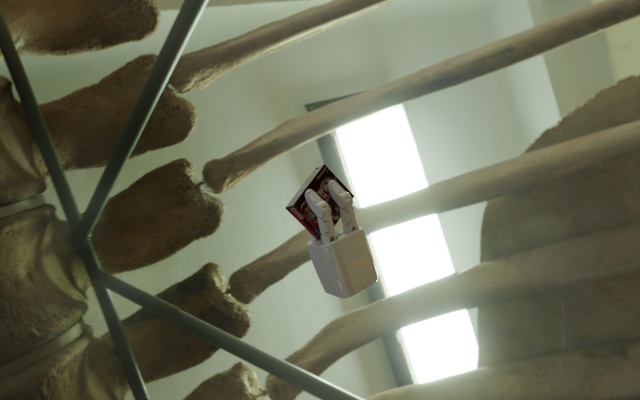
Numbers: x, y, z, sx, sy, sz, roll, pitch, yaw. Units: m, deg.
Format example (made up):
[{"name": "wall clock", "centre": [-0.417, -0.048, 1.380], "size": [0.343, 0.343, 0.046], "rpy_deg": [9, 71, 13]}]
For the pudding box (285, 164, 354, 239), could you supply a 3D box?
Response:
[{"name": "pudding box", "centre": [0.000, 0.003, 0.898], "size": [0.090, 0.113, 0.039], "rpy_deg": [46, -32, -19]}]
